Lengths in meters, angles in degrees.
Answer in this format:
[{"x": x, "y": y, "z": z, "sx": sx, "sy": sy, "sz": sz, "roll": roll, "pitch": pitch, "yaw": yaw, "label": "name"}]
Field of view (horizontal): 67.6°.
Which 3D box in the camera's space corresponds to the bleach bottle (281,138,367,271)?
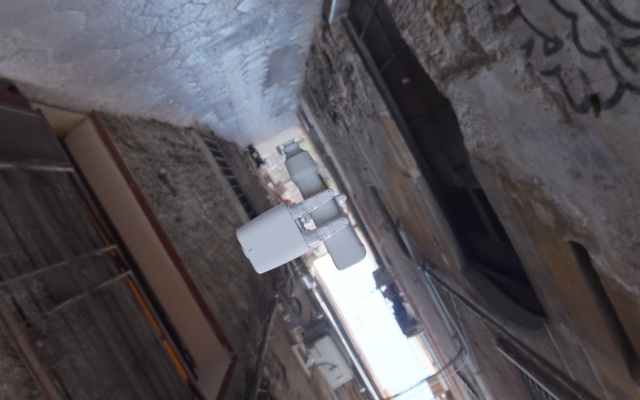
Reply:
[{"x": 0.000, "y": 0.003, "z": 0.885, "sx": 0.068, "sy": 0.251, "sz": 0.102, "roll": -28, "pitch": 5, "yaw": 3, "label": "bleach bottle"}]
